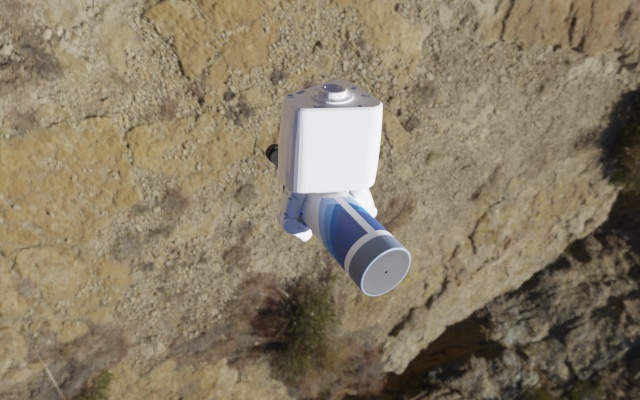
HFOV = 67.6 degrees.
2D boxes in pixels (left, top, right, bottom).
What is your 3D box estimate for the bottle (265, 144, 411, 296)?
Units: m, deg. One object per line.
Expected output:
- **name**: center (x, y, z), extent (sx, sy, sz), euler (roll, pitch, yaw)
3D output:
- **bottle**: center (0.000, 0.002, 0.619), extent (0.069, 0.069, 0.295), euler (0, 31, -35)
